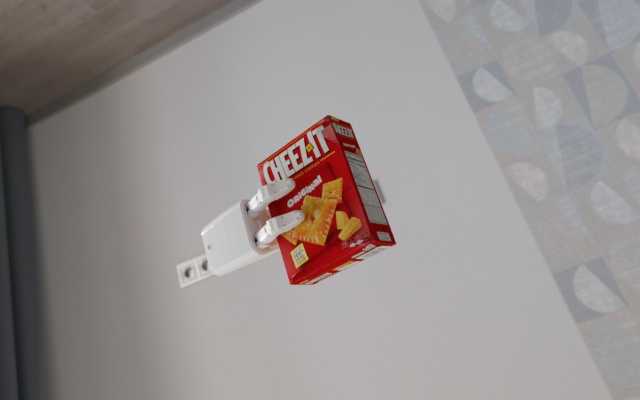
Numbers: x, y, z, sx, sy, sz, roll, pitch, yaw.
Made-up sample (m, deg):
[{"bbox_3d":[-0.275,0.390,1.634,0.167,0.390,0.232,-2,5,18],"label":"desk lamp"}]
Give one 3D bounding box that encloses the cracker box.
[{"bbox_3d":[0.000,0.003,0.739,0.164,0.213,0.072,-31,-24,29],"label":"cracker box"}]
